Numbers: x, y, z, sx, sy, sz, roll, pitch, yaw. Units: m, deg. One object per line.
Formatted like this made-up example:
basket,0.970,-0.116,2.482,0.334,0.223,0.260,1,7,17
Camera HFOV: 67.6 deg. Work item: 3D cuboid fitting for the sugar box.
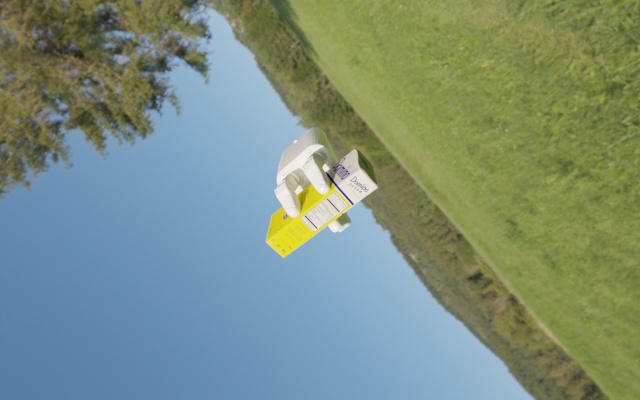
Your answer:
sugar box,0.000,0.002,0.705,0.176,0.048,0.093,-41,18,16
